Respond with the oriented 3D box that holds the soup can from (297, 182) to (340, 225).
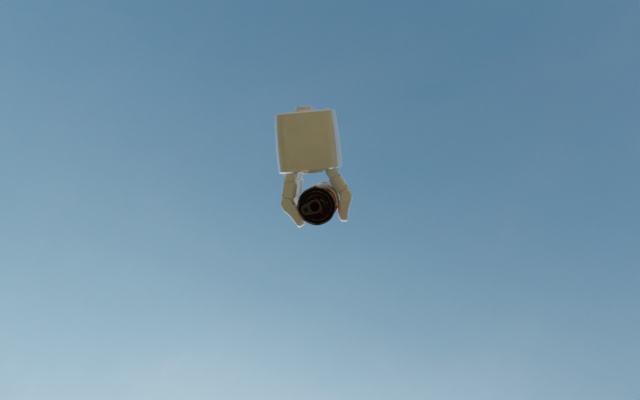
[{"bbox_3d":[0.000,0.003,0.879,0.068,0.068,0.102,0,8,9],"label":"soup can"}]
